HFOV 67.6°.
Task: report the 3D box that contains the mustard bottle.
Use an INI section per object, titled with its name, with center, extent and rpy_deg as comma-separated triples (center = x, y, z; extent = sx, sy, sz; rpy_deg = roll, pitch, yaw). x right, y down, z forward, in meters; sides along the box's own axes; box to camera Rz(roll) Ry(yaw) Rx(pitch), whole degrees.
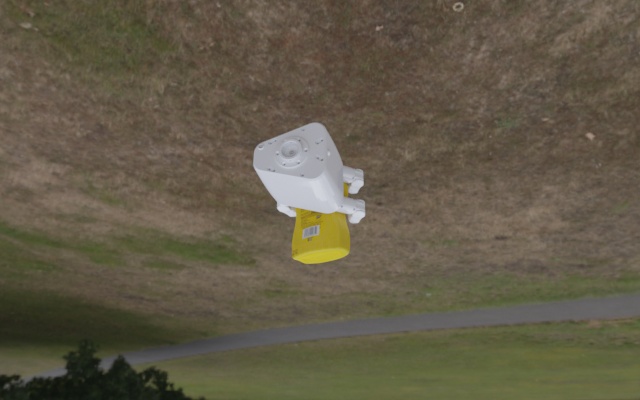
[mustard bottle]
center = 0.000, 0.003, 0.786
extent = 0.096, 0.191, 0.058
rpy_deg = -18, -30, 34
